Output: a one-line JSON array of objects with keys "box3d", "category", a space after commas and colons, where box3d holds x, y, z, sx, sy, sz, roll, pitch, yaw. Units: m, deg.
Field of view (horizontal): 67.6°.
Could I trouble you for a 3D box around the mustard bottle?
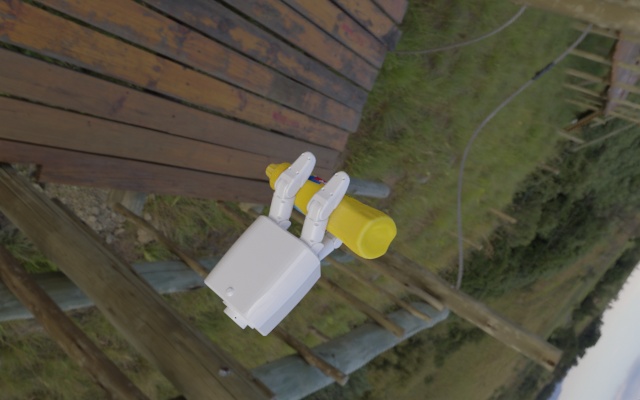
[{"box3d": [0.000, 0.002, 0.609, 0.191, 0.058, 0.096, 32, 6, 30], "category": "mustard bottle"}]
